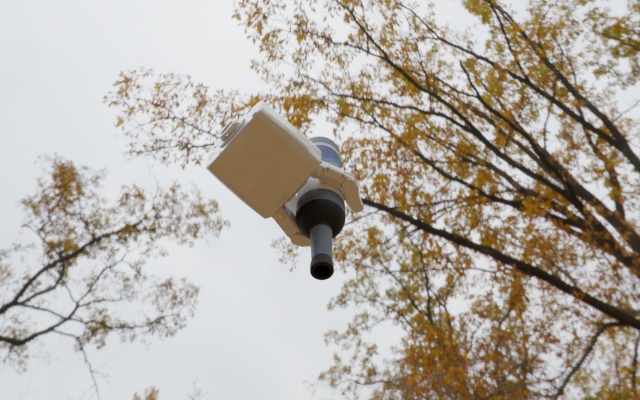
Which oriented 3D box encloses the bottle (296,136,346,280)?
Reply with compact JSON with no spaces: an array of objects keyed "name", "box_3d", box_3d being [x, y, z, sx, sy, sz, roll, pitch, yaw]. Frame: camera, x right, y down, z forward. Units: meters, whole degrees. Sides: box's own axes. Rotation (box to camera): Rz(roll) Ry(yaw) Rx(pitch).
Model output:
[{"name":"bottle","box_3d":[0.000,0.002,0.662,0.069,0.069,0.295,0,32,-1]}]
